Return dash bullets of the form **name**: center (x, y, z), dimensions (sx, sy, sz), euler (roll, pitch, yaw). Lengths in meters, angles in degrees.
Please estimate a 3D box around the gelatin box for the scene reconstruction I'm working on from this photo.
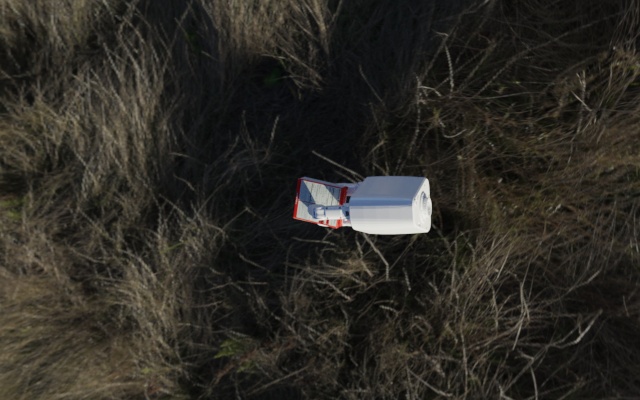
- **gelatin box**: center (0.000, 0.003, 0.842), dimensions (0.089, 0.073, 0.030), euler (13, 14, 20)
